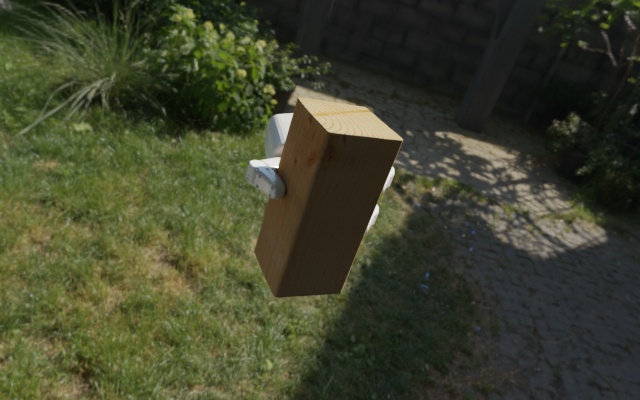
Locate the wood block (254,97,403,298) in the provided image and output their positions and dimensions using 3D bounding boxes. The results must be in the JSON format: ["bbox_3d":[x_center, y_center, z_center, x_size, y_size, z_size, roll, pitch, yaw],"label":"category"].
[{"bbox_3d":[0.000,0.001,0.539,0.091,0.206,0.090,3,31,-28],"label":"wood block"}]
